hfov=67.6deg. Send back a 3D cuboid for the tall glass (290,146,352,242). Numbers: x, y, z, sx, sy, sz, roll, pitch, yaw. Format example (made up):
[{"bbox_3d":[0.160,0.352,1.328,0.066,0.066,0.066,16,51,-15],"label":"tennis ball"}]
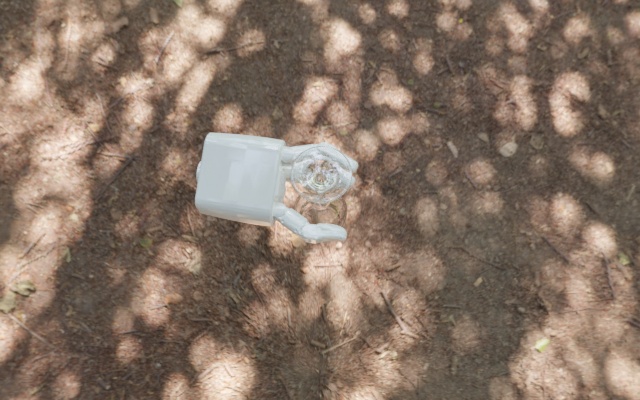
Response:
[{"bbox_3d":[0.000,0.002,0.664,0.079,0.079,0.201,0,-20,0],"label":"tall glass"}]
